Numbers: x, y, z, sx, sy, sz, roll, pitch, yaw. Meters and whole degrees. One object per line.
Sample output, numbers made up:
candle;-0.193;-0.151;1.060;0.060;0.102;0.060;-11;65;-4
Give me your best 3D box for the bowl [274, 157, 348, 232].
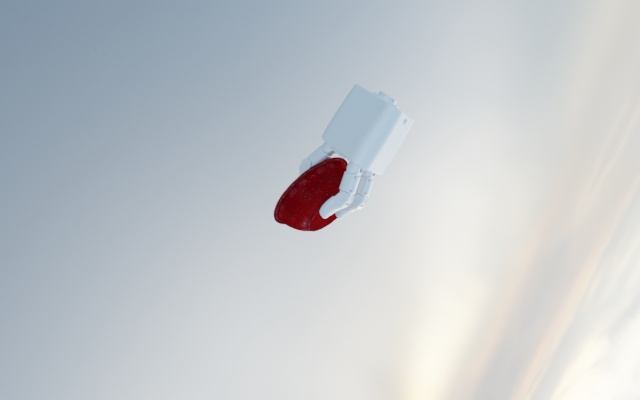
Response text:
bowl;0.000;0.004;0.821;0.162;0.055;0.162;-34;-22;-16
